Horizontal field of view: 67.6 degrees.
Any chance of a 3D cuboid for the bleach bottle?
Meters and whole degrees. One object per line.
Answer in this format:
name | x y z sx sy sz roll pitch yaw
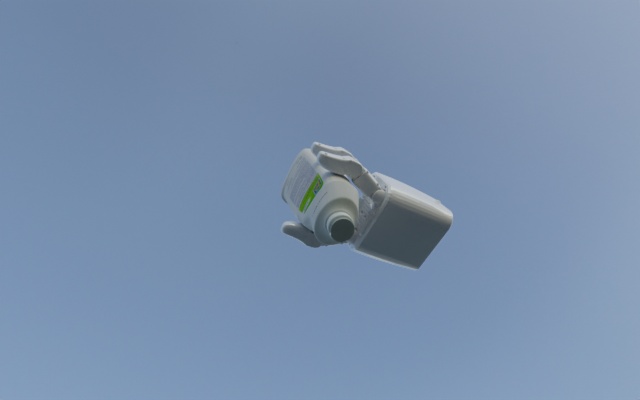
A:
bleach bottle | 0.000 0.002 0.651 0.068 0.102 0.250 21 13 -16
